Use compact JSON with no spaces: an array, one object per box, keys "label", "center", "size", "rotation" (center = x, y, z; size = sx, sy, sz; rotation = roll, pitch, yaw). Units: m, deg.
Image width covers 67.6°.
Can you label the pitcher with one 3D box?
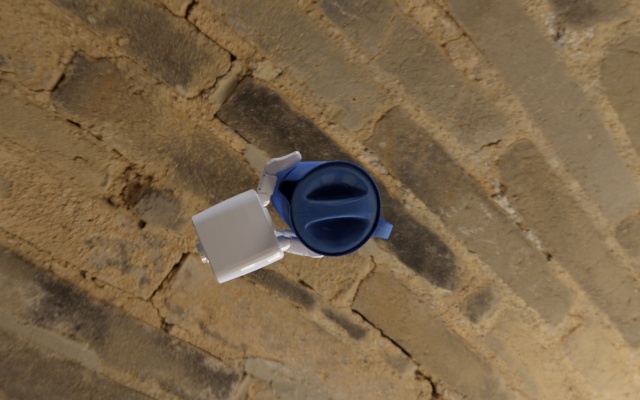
[{"label":"pitcher","center":[0.000,0.003,0.765],"size":[0.145,0.149,0.243],"rotation":[-25,13,-11]}]
